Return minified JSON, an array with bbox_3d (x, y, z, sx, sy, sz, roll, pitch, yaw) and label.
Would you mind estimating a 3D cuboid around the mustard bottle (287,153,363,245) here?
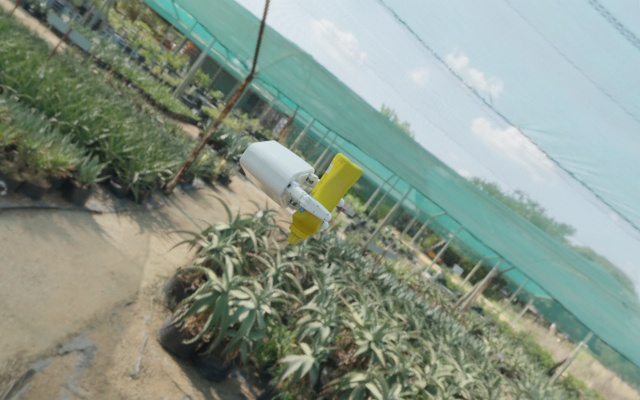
[{"bbox_3d":[0.001,0.003,0.896,0.058,0.191,0.096,36,5,-12],"label":"mustard bottle"}]
